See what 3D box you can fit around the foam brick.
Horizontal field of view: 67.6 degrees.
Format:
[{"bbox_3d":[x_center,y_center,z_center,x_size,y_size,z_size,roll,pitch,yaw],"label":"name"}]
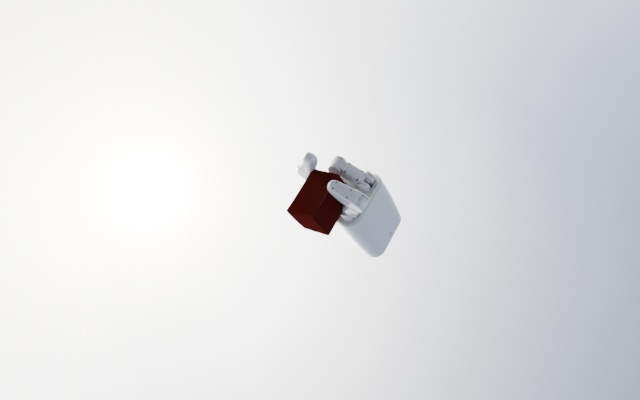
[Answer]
[{"bbox_3d":[0.000,0.002,0.692,0.053,0.078,0.051,15,-26,40],"label":"foam brick"}]
